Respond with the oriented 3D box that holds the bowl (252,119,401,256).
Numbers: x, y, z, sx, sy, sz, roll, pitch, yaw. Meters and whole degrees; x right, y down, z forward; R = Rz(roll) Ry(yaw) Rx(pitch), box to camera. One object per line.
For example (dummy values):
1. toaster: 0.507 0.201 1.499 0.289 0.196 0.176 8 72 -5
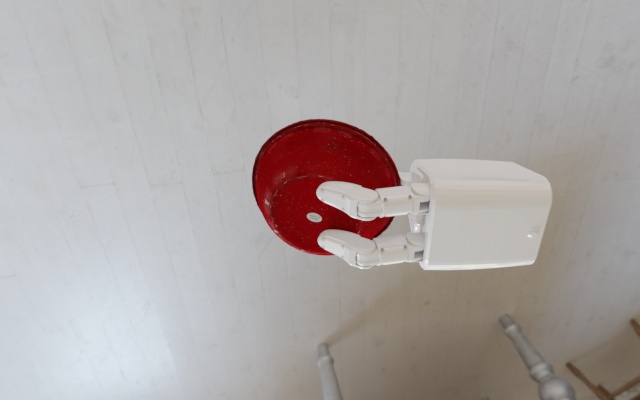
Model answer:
1. bowl: -0.001 0.002 0.489 0.162 0.162 0.055 0 31 12
